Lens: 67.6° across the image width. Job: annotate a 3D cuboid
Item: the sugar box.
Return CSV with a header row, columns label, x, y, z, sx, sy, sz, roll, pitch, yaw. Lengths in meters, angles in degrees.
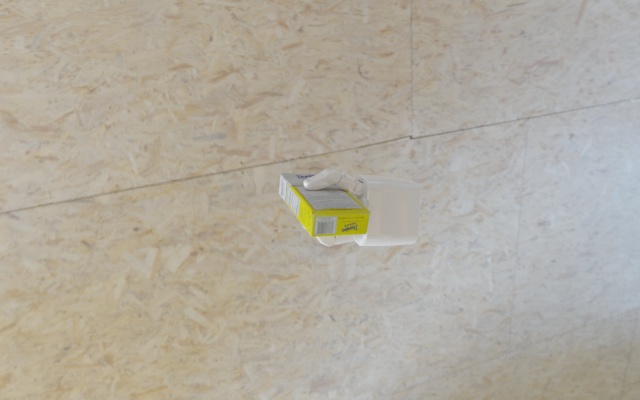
label,x,y,z,sx,sy,sz,roll,pitch,yaw
sugar box,0.000,0.003,0.775,0.093,0.048,0.176,-1,20,-21
